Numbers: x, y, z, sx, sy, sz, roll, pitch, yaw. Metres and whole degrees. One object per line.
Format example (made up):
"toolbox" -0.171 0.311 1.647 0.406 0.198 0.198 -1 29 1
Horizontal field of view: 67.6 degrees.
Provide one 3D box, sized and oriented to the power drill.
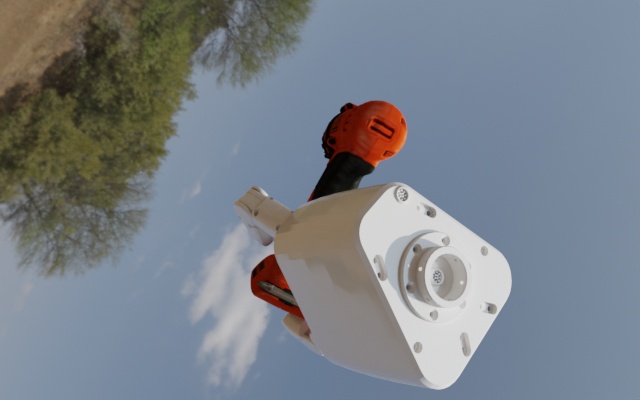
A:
"power drill" 0.000 0.002 0.437 0.057 0.187 0.184 26 -1 -8
